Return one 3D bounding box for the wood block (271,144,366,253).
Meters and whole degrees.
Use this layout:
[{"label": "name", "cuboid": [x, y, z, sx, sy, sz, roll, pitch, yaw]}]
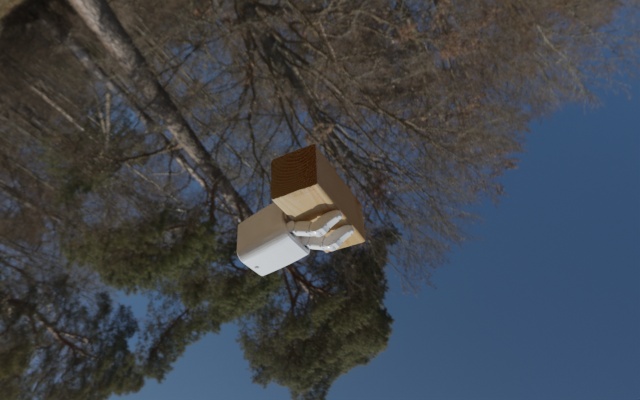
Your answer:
[{"label": "wood block", "cuboid": [0.000, 0.003, 0.876, 0.090, 0.090, 0.206, -19, -38, 19]}]
